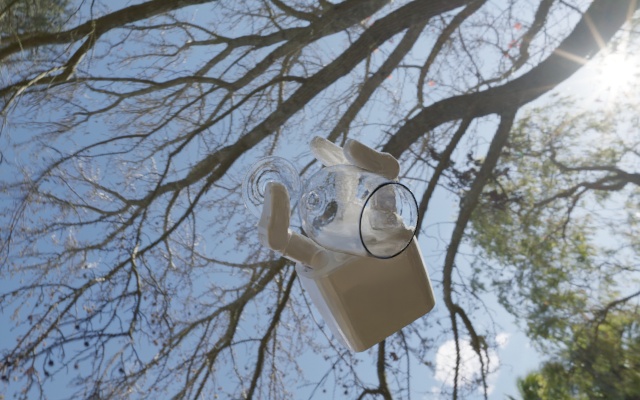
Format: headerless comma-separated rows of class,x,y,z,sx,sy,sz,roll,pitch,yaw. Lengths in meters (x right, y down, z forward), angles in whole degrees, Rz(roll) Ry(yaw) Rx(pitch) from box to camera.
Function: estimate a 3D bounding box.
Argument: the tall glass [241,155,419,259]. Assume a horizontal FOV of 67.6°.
tall glass,0.000,0.001,0.452,0.079,0.079,0.201,0,8,-33
